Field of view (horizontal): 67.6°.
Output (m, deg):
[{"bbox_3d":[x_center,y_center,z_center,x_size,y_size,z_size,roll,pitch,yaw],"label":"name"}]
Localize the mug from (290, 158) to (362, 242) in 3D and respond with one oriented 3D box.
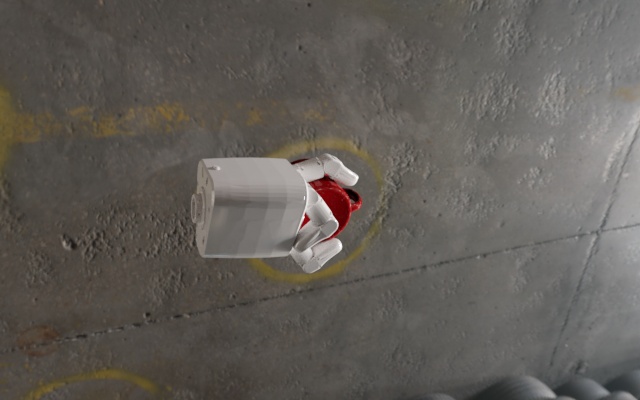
[{"bbox_3d":[0.001,0.002,0.635,0.117,0.093,0.081,-1,26,-24],"label":"mug"}]
